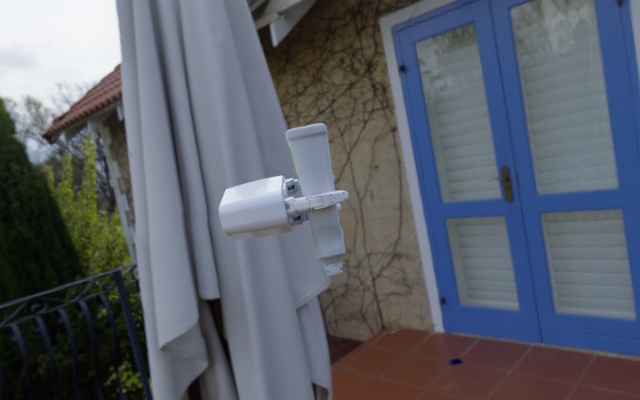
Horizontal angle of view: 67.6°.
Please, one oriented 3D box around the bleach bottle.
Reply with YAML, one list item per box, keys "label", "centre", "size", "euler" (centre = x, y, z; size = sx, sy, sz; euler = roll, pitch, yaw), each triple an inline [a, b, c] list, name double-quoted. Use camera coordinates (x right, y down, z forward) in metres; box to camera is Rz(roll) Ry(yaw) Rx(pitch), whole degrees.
- label: "bleach bottle"
  centre: [0.000, 0.003, 0.801]
  size: [0.068, 0.251, 0.102]
  euler: [-11, 5, 1]
